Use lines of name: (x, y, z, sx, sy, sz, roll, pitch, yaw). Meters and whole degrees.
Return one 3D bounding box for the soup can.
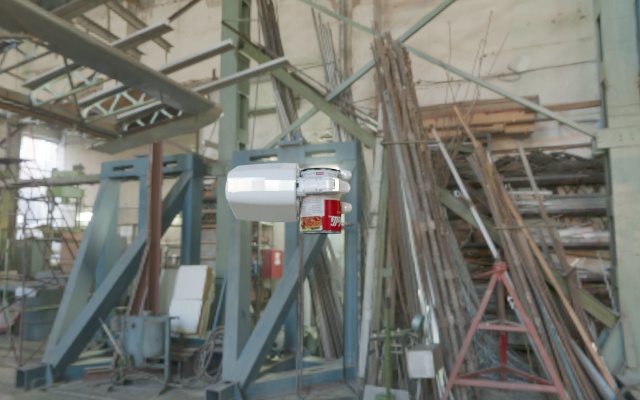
soup can: (0.001, 0.002, 0.765, 0.068, 0.102, 0.068, 0, -6, 0)
